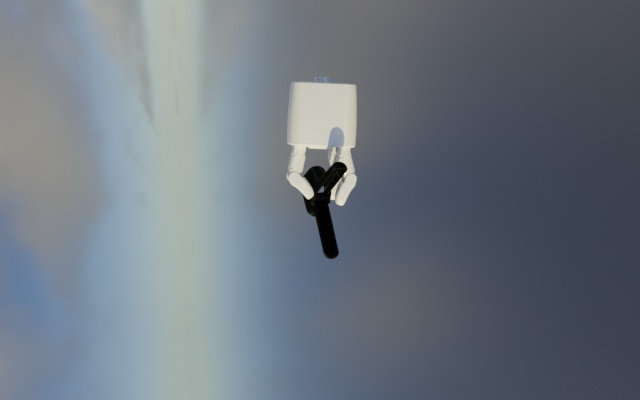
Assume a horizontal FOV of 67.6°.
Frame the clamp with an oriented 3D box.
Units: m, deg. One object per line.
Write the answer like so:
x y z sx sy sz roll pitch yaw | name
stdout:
-0.001 0.002 0.856 0.036 0.164 0.210 1 10 -17 | clamp
